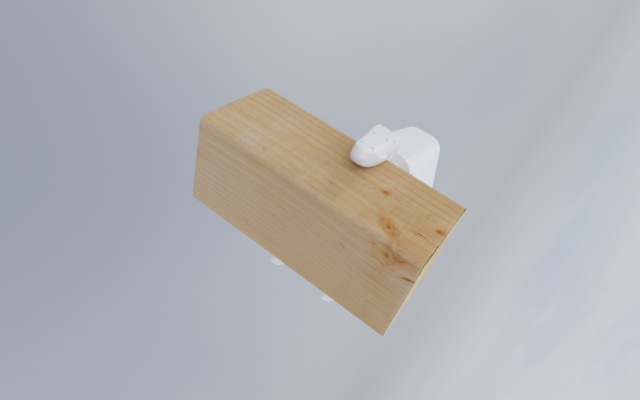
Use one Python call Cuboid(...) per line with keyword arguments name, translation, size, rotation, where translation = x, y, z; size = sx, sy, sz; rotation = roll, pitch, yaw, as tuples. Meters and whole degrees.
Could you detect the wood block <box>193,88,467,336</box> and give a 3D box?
Cuboid(name="wood block", translation=(0.000, 0.001, 0.403), size=(0.206, 0.091, 0.090), rotation=(33, 42, 17))
